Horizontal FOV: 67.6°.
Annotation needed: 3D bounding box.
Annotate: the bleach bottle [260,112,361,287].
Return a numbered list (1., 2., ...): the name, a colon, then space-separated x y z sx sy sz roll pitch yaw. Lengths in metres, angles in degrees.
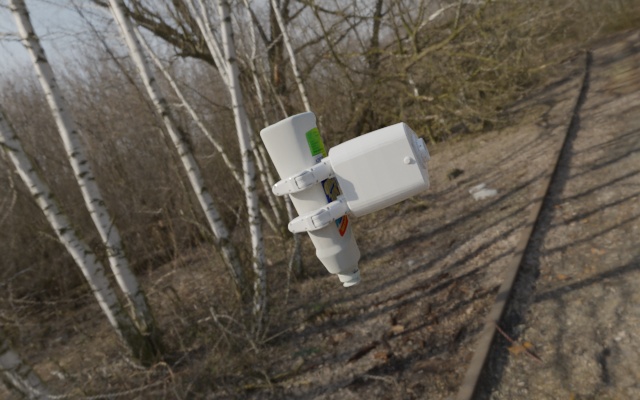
1. bleach bottle: 0.000 0.002 0.687 0.068 0.251 0.102 -21 8 20
